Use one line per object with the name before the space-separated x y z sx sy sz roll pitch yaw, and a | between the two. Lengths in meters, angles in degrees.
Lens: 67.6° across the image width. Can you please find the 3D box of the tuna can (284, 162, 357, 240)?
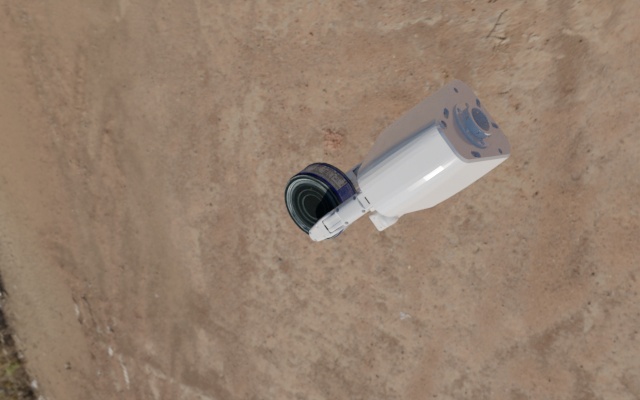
tuna can | 0.000 0.002 0.548 0.086 0.086 0.033 0 26 40
